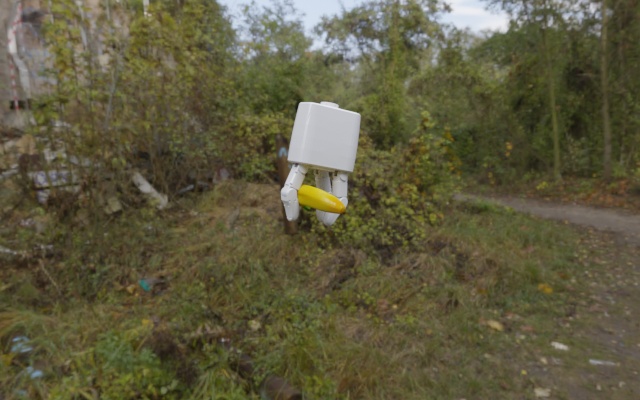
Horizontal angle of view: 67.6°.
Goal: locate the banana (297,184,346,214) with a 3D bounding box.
[{"bbox_3d":[-0.017,-0.004,0.846,0.069,0.037,0.198,23,-5,-18],"label":"banana"}]
